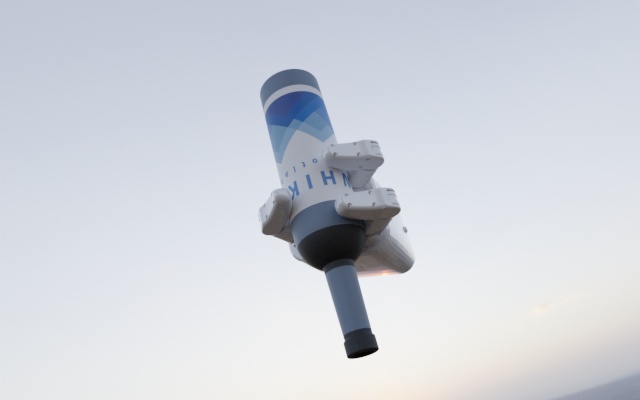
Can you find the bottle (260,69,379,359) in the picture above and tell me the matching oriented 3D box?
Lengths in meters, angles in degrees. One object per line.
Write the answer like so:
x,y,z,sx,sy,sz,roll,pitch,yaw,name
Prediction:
0.000,0.001,0.460,0.069,0.295,0.069,-12,-29,-7,bottle
